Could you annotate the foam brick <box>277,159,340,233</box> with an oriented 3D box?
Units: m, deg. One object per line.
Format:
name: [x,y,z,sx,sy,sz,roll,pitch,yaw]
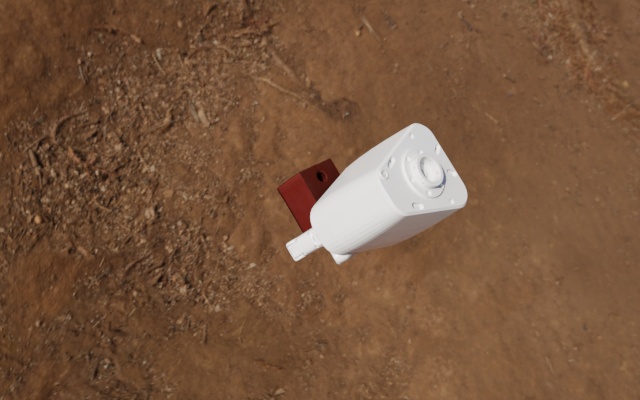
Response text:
foam brick: [0.000,0.002,0.537,0.053,0.078,0.051,-28,-5,-40]
